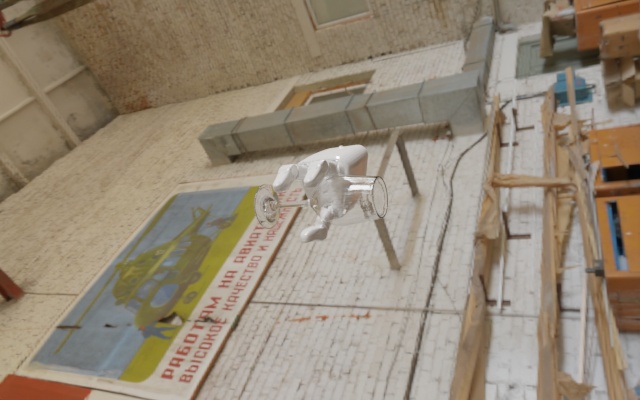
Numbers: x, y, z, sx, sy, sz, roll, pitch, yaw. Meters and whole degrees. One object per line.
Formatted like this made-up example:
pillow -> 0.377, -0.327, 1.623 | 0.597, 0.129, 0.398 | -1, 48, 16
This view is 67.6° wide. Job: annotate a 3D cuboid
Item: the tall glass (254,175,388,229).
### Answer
tall glass -> -0.001, 0.003, 0.741 | 0.201, 0.079, 0.079 | -5, -2, 28
